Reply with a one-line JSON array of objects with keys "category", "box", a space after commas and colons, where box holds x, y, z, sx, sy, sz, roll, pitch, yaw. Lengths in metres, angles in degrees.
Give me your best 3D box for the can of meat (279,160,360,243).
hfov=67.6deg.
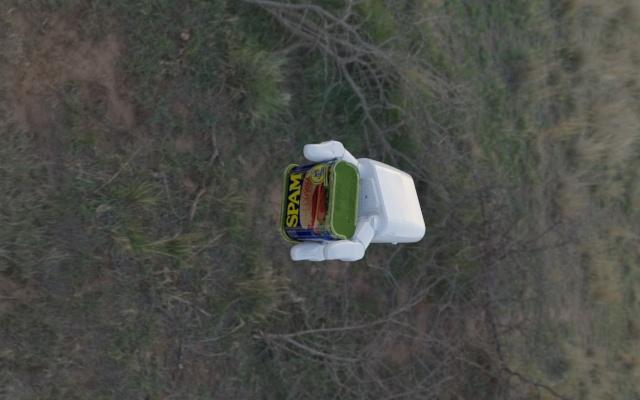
[{"category": "can of meat", "box": [0.000, 0.002, 0.599, 0.084, 0.102, 0.057, -5, -14, 41]}]
